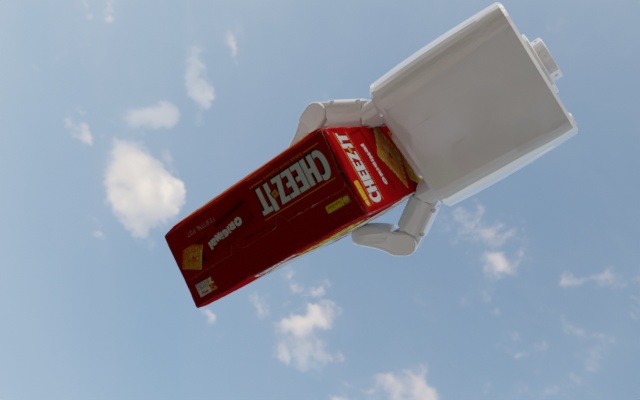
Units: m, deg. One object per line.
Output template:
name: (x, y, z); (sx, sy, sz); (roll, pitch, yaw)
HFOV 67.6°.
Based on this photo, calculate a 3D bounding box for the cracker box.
cracker box: (0.000, 0.002, 0.418); (0.164, 0.072, 0.213); (-32, -7, 27)
